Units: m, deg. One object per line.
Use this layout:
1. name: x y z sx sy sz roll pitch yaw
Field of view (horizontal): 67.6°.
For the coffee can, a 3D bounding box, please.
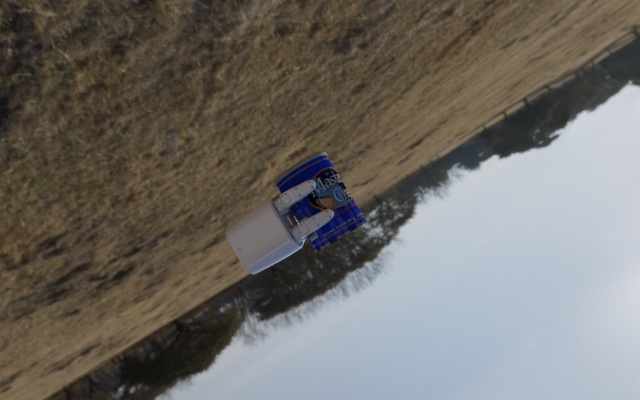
1. coffee can: 0.000 0.002 0.814 0.103 0.140 0.103 -31 -4 -3
